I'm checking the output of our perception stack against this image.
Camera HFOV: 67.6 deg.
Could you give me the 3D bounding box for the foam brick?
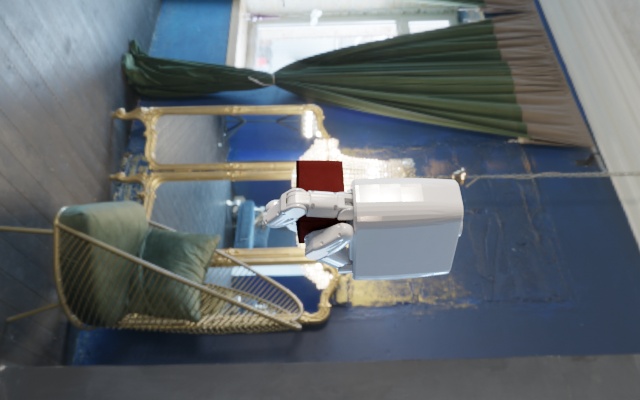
[{"bbox_3d":[0.000,0.001,0.516,0.051,0.078,0.053,-2,-31,0],"label":"foam brick"}]
